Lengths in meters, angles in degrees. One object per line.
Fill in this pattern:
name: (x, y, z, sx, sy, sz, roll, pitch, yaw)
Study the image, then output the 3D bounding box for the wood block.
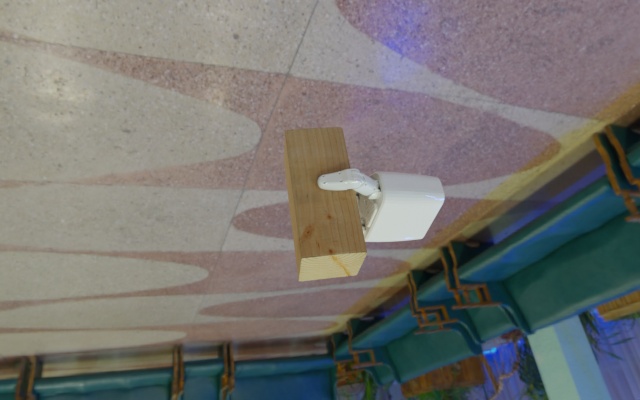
wood block: (0.001, 0.002, 0.704, 0.090, 0.206, 0.091, -5, -28, -9)
